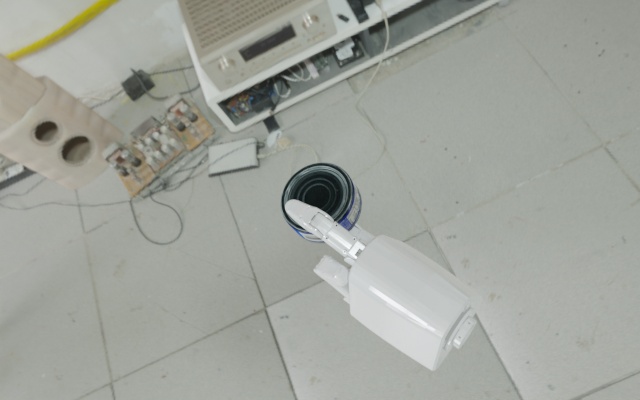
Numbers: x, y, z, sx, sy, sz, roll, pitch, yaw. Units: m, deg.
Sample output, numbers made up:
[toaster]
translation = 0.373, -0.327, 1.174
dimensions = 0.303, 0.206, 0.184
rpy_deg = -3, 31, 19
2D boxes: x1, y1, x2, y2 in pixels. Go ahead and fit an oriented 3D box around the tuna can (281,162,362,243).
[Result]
[tuna can]
translation = 0.000, 0.001, 0.527
dimensions = 0.086, 0.086, 0.034
rpy_deg = 0, -24, 21
